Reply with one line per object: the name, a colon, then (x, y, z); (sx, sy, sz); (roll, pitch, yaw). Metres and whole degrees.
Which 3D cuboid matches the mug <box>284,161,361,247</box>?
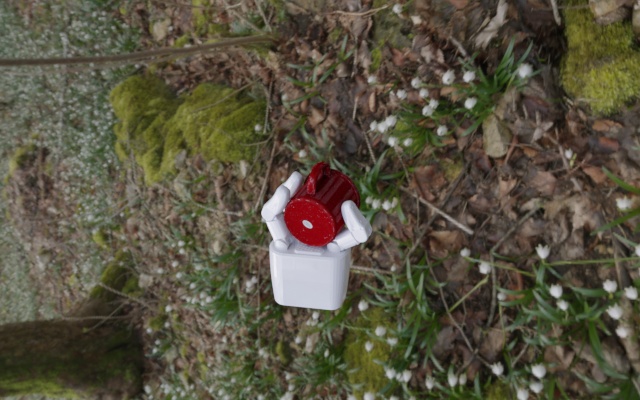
mug: (0.000, 0.001, 0.674); (0.093, 0.117, 0.081); (14, 35, 20)
